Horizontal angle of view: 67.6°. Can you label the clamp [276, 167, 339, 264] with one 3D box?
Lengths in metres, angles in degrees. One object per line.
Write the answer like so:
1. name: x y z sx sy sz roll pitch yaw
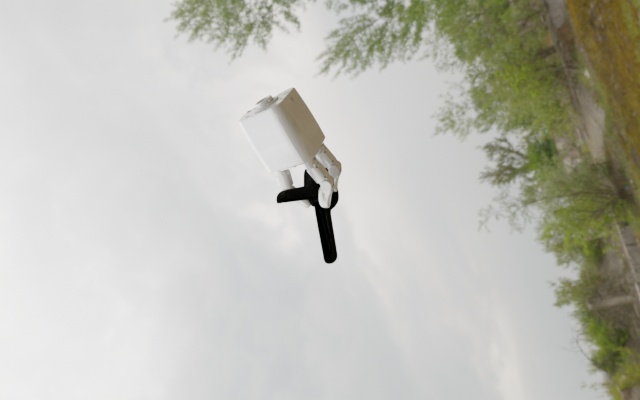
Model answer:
1. clamp: -0.001 0.003 0.874 0.036 0.165 0.210 -20 25 28
